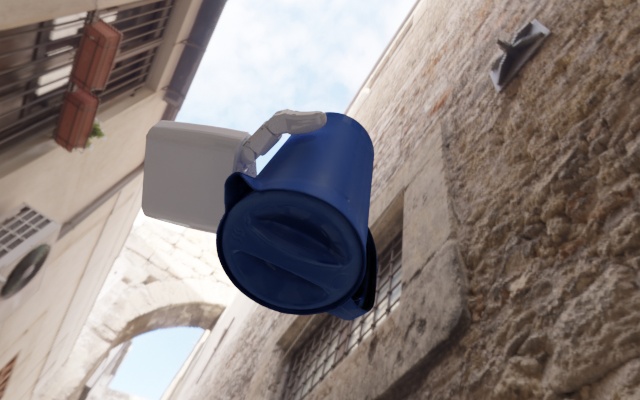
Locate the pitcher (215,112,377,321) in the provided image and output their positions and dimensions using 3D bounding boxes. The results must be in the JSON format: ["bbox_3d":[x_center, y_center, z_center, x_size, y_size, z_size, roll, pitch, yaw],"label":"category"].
[{"bbox_3d":[0.000,0.002,0.510,0.145,0.149,0.242,9,30,8],"label":"pitcher"}]
